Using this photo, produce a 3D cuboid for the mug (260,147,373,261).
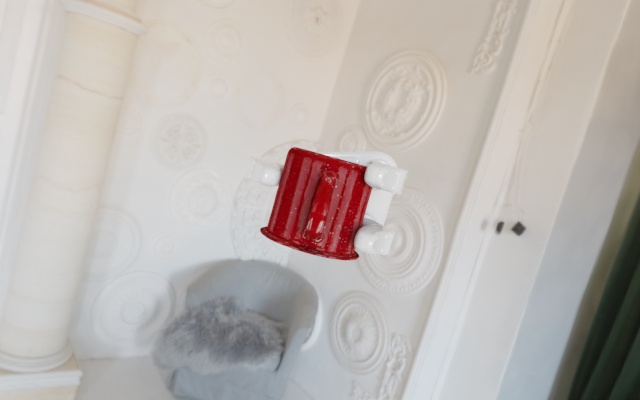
[{"bbox_3d":[0.000,0.001,0.417,0.093,0.081,0.117,16,5,2],"label":"mug"}]
